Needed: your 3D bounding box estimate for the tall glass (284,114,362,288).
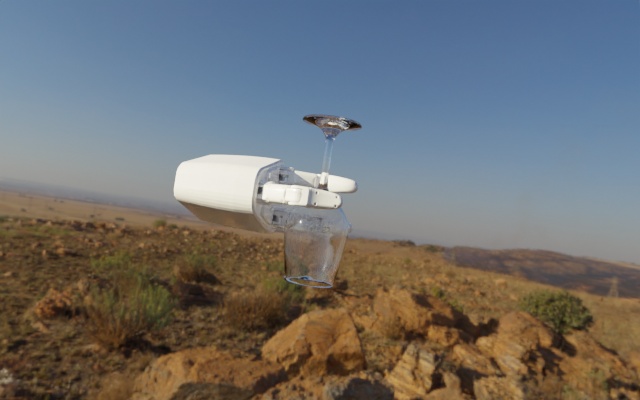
[{"bbox_3d":[0.000,0.001,0.585,0.079,0.201,0.079,8,-3,0],"label":"tall glass"}]
